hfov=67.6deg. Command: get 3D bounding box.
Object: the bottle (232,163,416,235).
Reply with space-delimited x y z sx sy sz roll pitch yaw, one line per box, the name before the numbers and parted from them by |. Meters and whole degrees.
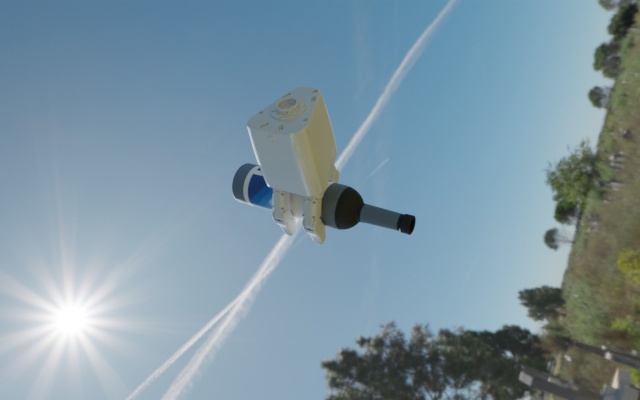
bottle | 0.000 0.002 0.722 0.295 0.069 0.069 14 7 29
